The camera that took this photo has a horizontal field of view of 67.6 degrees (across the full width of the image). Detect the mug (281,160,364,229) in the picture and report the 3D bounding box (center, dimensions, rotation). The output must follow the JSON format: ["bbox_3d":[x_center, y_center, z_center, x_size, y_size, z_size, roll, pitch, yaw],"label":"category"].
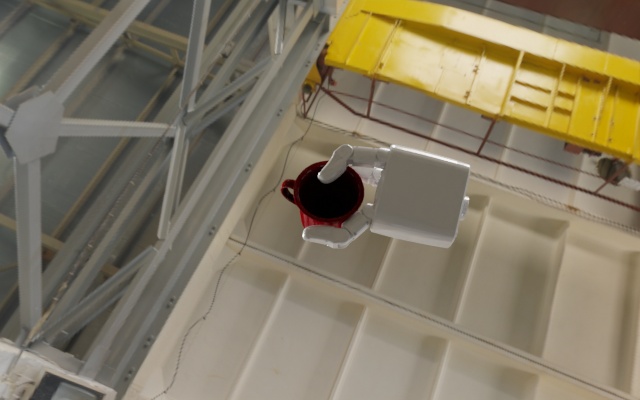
[{"bbox_3d":[-0.001,0.002,0.659,0.117,0.093,0.081,16,-26,9],"label":"mug"}]
